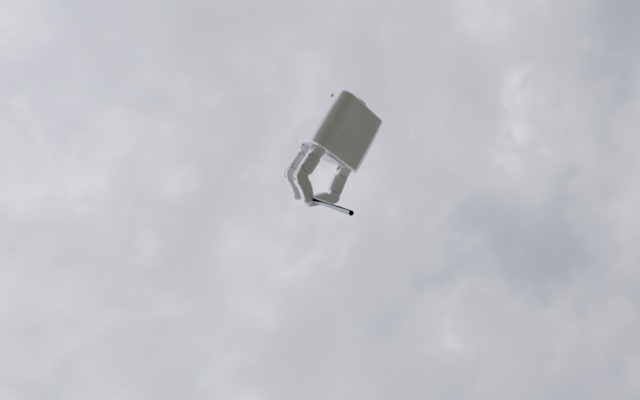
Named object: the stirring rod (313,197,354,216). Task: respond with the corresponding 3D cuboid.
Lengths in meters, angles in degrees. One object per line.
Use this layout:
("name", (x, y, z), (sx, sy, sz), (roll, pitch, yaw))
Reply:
("stirring rod", (0.000, 0.002, 0.773), (0.011, 0.011, 0.239), (0, 7, -21))
